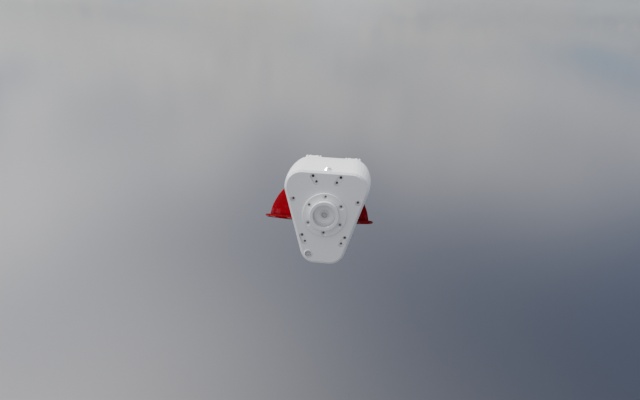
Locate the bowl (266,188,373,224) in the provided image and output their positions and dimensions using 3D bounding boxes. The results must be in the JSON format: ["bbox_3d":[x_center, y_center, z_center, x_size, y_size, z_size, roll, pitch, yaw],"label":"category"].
[{"bbox_3d":[0.000,0.002,0.722,0.162,0.055,0.162,4,-1,0],"label":"bowl"}]
